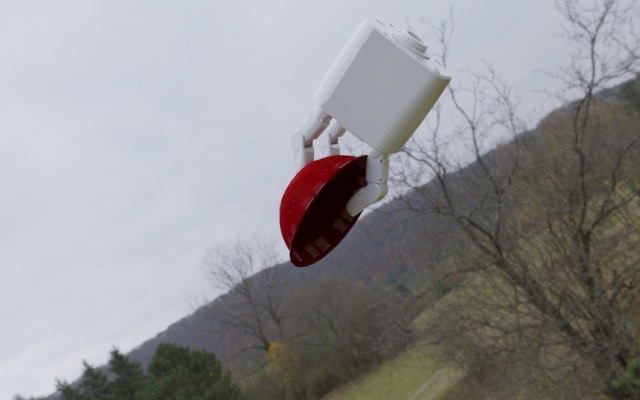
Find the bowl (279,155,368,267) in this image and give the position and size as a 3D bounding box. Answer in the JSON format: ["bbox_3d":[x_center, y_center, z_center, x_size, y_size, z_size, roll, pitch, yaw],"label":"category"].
[{"bbox_3d":[-0.001,0.003,0.590,0.055,0.162,0.162,35,16,23],"label":"bowl"}]
